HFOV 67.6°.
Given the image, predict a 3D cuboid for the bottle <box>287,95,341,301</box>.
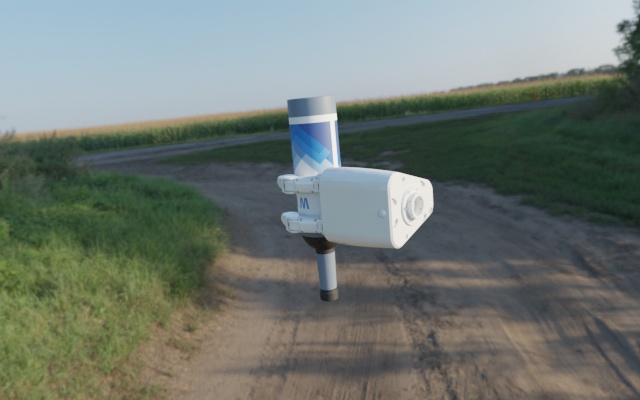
[{"bbox_3d":[0.000,0.002,0.686,0.069,0.296,0.069,-5,11,1],"label":"bottle"}]
